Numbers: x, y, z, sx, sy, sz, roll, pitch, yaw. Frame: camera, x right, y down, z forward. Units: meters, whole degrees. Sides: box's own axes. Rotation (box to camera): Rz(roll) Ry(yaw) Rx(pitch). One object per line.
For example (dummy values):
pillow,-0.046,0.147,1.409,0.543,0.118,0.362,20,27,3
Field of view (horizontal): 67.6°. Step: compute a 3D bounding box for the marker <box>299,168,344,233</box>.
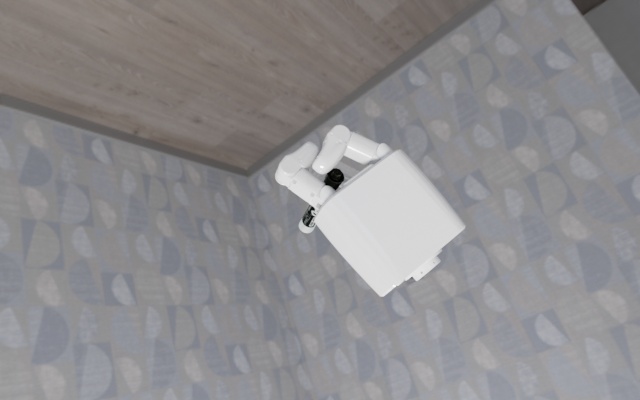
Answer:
marker,0.000,0.002,0.527,0.020,0.020,0.121,0,-30,-19
